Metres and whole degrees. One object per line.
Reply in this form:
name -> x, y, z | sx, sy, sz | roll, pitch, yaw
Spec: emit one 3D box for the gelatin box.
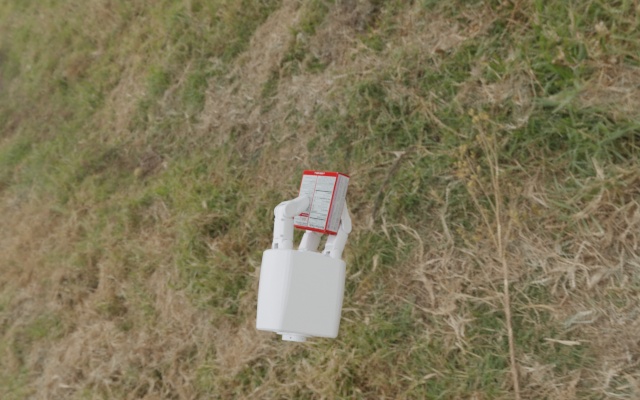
gelatin box -> 0.000, 0.002, 0.696 | 0.030, 0.089, 0.073 | 16, -6, -43
